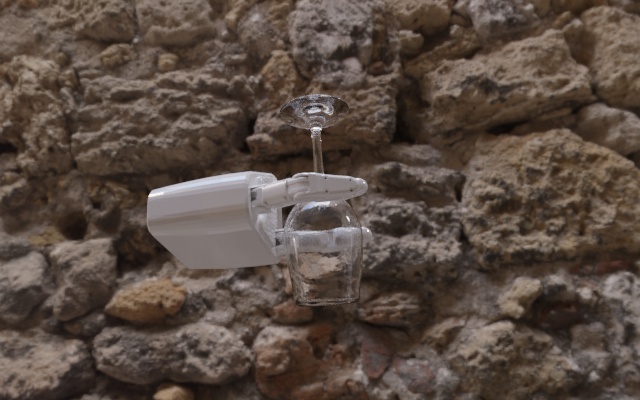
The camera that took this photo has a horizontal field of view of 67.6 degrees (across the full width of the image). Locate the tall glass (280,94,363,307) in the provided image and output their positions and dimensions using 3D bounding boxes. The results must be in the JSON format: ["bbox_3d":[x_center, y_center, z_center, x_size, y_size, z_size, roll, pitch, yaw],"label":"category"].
[{"bbox_3d":[0.000,0.001,0.477,0.079,0.201,0.079,-4,-17,-1],"label":"tall glass"}]
